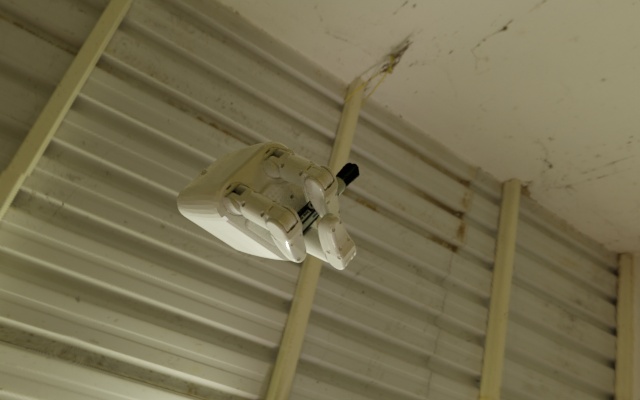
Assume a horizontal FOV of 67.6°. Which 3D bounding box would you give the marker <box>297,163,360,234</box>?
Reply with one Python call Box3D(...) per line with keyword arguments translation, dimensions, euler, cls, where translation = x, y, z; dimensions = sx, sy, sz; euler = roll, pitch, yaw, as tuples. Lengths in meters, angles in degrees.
Box3D(translation=(0.000, 0.002, 0.473), dimensions=(0.020, 0.020, 0.121), euler=(0, 38, 51), cls="marker")
